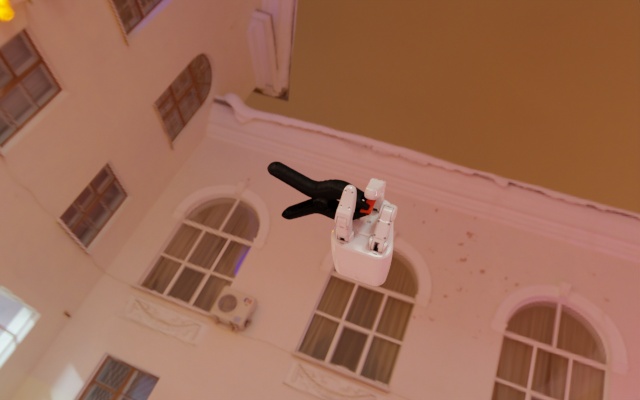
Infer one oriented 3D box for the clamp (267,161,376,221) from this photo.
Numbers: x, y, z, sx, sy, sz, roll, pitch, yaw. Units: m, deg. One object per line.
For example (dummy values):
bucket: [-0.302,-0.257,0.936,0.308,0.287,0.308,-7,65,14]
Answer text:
clamp: [0.000,0.002,0.753,0.171,0.039,0.120,17,-33,15]
